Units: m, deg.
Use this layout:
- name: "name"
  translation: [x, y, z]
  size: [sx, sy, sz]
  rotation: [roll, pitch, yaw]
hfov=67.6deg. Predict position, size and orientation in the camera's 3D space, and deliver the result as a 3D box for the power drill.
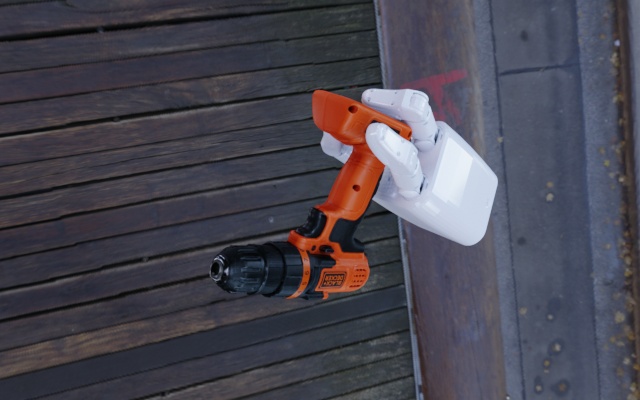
- name: "power drill"
  translation: [0.000, 0.001, 0.435]
  size: [0.057, 0.188, 0.184]
  rotation: [29, 13, 39]
